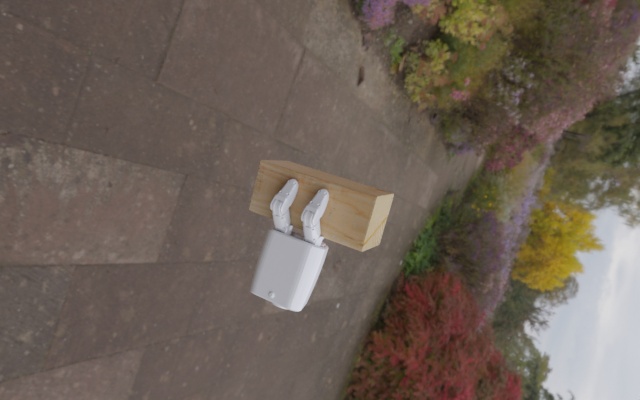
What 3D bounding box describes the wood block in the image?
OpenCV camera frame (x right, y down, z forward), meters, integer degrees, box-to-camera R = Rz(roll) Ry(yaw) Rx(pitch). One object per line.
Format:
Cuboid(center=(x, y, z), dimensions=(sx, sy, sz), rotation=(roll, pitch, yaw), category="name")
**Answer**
Cuboid(center=(0.000, 0.003, 0.778), dimensions=(0.206, 0.090, 0.091), rotation=(19, 10, 23), category="wood block")
